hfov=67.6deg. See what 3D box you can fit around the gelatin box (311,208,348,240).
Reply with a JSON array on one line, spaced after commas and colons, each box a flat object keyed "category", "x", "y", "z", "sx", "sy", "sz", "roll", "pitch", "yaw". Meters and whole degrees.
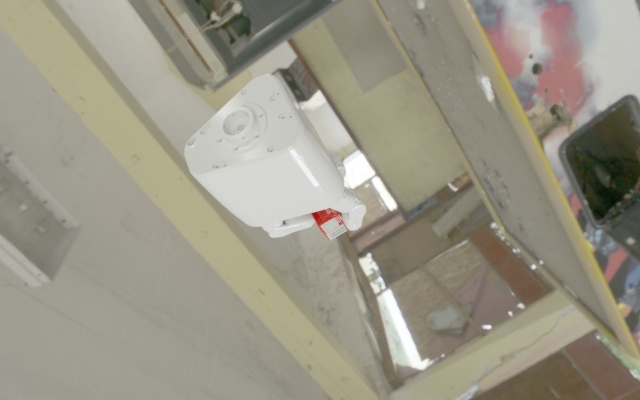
[{"category": "gelatin box", "x": 0.000, "y": 0.002, "z": 0.565, "sx": 0.030, "sy": 0.073, "sz": 0.089, "roll": -29, "pitch": -18, "yaw": 1}]
